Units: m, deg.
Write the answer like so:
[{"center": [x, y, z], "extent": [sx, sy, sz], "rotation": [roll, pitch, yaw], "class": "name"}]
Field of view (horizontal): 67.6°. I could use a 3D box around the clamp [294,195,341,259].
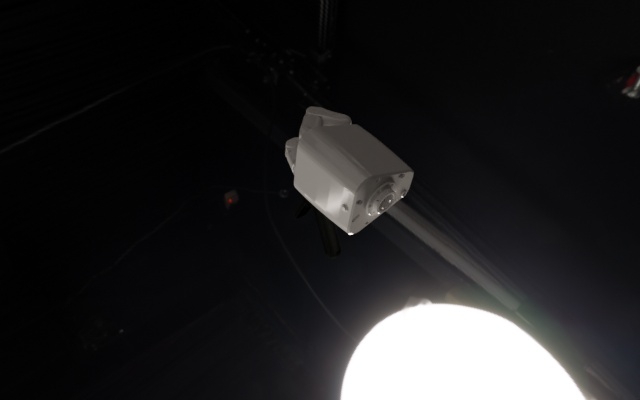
[{"center": [0.001, 0.002, 0.698], "extent": [0.039, 0.172, 0.120], "rotation": [-26, 55, -26], "class": "clamp"}]
